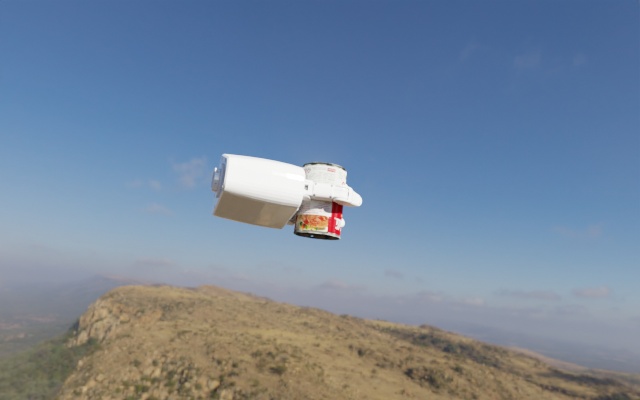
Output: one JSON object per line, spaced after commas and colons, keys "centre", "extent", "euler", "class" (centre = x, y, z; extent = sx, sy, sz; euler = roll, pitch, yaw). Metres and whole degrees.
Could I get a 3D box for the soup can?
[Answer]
{"centre": [0.001, 0.002, 0.695], "extent": [0.068, 0.102, 0.068], "euler": [6, -11, 1], "class": "soup can"}
